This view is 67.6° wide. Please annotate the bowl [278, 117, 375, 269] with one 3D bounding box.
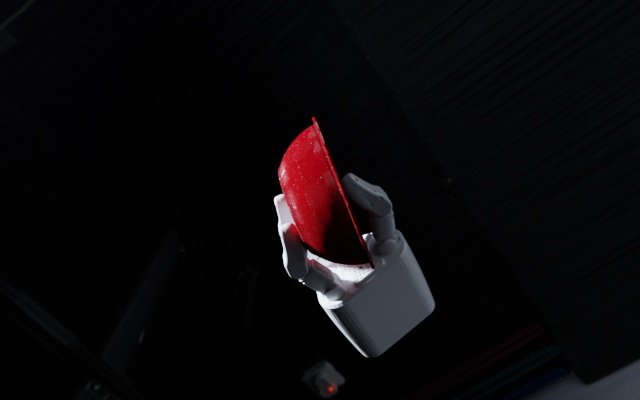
[{"bbox_3d":[-0.001,0.001,0.477,0.055,0.162,0.162,-21,-1,3],"label":"bowl"}]
